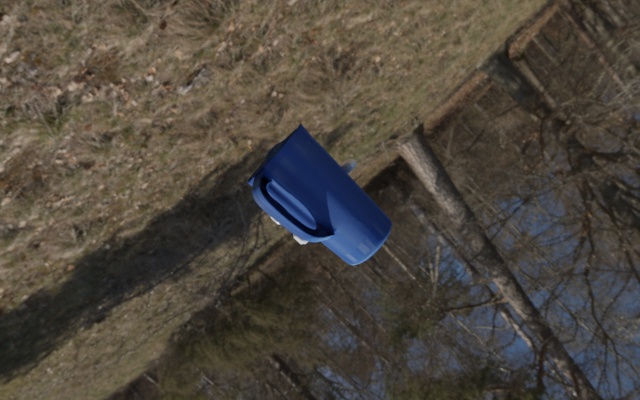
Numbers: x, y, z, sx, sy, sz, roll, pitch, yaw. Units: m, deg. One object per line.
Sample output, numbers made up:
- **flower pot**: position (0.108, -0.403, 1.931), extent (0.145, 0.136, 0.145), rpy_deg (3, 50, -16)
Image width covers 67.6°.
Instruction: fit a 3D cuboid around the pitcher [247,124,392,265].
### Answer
- **pitcher**: position (0.000, 0.003, 0.813), extent (0.243, 0.149, 0.145), rpy_deg (43, -5, -10)
